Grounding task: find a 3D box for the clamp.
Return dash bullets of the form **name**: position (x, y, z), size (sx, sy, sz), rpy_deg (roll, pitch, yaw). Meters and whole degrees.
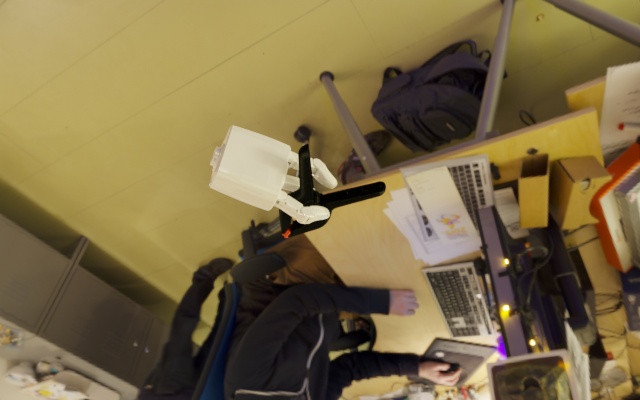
- **clamp**: position (0.000, 0.004, 0.824), size (0.164, 0.036, 0.210), rpy_deg (20, -45, -18)
